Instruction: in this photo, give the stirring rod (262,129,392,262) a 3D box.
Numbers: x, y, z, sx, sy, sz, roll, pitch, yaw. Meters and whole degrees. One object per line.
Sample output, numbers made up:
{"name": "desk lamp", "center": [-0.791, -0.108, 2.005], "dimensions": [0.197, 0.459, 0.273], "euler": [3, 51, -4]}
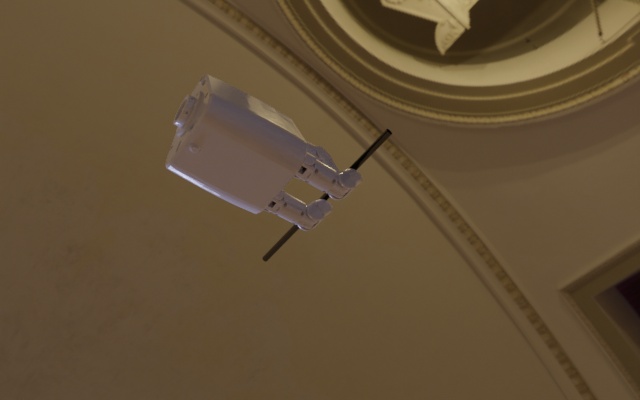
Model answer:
{"name": "stirring rod", "center": [0.000, 0.002, 0.565], "dimensions": [0.011, 0.011, 0.240], "euler": [0, -39, -51]}
